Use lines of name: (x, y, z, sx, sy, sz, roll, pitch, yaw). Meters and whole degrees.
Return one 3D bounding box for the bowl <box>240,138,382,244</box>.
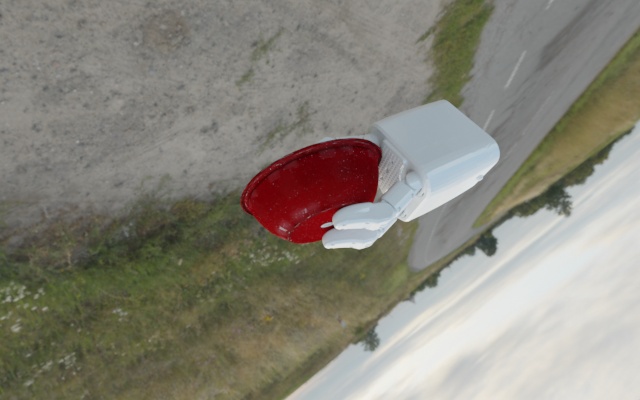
bowl: (-0.001, 0.003, 0.508, 0.162, 0.055, 0.162, -18, -21, -7)
